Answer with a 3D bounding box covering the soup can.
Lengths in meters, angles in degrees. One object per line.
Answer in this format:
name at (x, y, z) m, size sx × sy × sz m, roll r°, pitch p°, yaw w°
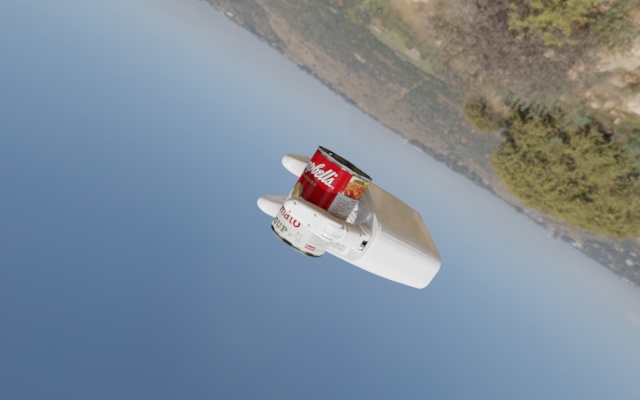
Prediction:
soup can at (0.000, 0.002, 0.516) m, size 0.068 × 0.102 × 0.068 m, roll 31°, pitch 11°, yaw -7°
